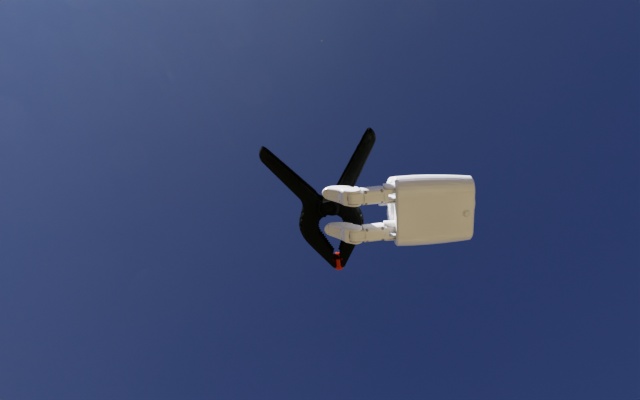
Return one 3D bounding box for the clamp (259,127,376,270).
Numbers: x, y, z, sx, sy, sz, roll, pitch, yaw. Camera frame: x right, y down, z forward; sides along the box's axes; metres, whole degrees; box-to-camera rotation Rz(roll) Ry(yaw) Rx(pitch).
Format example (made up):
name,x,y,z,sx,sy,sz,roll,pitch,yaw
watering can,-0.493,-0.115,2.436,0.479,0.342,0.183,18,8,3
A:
name,x,y,z,sx,sy,sz,roll,pitch,yaw
clamp,0.000,0.003,0.696,0.164,0.210,0.036,-3,19,3
